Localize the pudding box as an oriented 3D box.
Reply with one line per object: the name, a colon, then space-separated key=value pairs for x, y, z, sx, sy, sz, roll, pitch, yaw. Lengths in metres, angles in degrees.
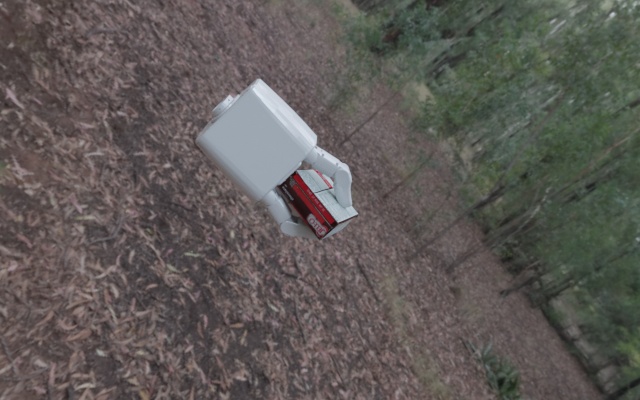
pudding box: x=0.000 y=0.002 z=0.644 sx=0.039 sy=0.090 sz=0.113 roll=-40 pitch=-9 yaw=18
